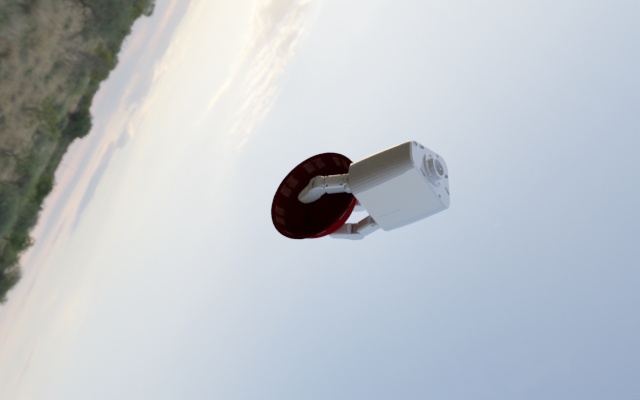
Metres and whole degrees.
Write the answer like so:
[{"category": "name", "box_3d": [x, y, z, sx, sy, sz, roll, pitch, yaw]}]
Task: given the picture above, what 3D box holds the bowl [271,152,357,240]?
[{"category": "bowl", "box_3d": [-0.001, 0.003, 0.770, 0.162, 0.162, 0.055, 0, -31, 36]}]
